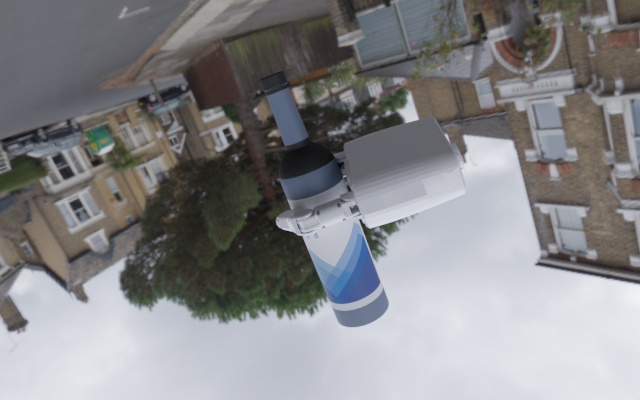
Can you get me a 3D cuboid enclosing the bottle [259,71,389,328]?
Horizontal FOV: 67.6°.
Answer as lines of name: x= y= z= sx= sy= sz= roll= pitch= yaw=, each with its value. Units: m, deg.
bottle: x=0.000 y=0.002 z=0.536 sx=0.069 sy=0.296 sz=0.069 roll=-20 pitch=16 yaw=6
